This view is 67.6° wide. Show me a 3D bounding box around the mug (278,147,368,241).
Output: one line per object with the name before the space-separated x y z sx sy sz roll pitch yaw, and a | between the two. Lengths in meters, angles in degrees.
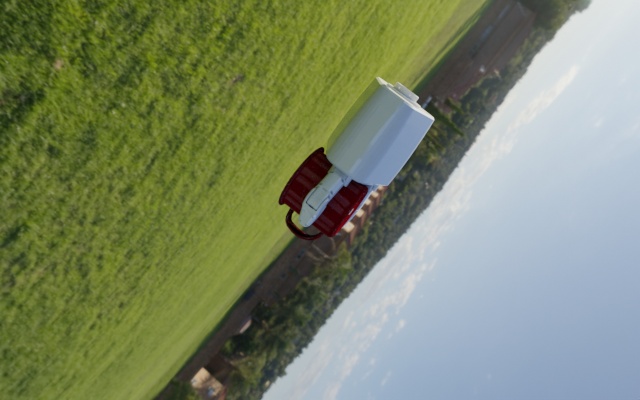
mug | -0.001 0.003 0.612 0.081 0.117 0.093 38 19 7
